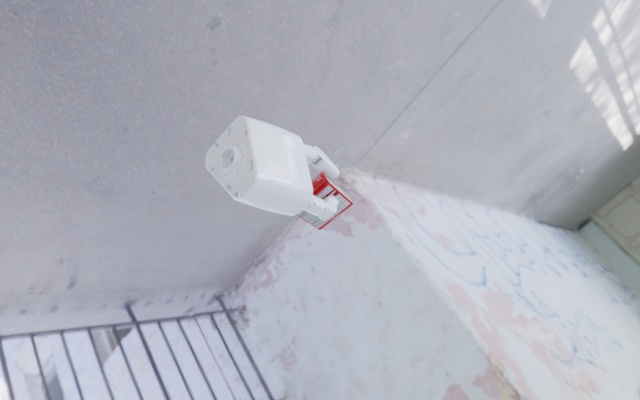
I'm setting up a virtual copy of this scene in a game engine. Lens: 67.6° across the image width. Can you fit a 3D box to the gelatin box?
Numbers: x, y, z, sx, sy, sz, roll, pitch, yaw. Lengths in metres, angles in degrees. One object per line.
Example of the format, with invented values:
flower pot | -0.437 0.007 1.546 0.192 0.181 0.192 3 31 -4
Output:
gelatin box | 0.000 0.003 0.757 0.073 0.030 0.089 -39 -36 10
